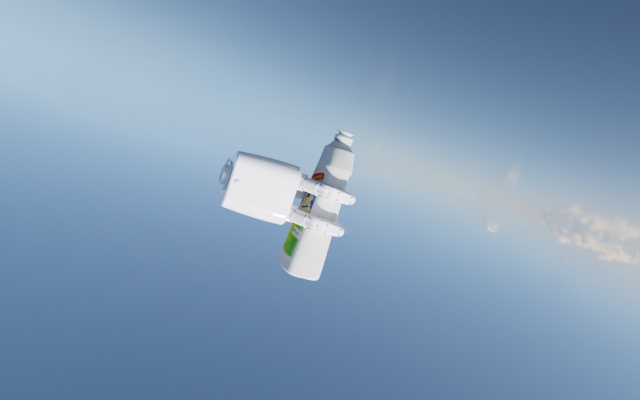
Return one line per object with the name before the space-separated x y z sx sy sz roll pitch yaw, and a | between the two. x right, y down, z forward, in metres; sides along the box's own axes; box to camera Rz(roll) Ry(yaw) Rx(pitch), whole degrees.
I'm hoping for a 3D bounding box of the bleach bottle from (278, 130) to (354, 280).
bleach bottle | 0.000 0.003 0.817 0.068 0.251 0.102 16 7 -19
